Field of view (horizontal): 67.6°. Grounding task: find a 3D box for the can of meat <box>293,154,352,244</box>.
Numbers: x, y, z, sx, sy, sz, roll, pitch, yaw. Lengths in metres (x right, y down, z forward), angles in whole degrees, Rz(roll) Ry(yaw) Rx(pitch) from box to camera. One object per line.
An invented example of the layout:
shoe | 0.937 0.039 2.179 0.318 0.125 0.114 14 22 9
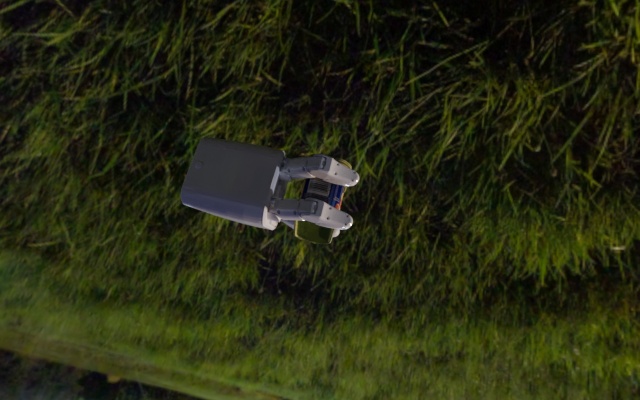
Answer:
can of meat | 0.000 0.002 0.615 0.057 0.084 0.102 14 -23 2
